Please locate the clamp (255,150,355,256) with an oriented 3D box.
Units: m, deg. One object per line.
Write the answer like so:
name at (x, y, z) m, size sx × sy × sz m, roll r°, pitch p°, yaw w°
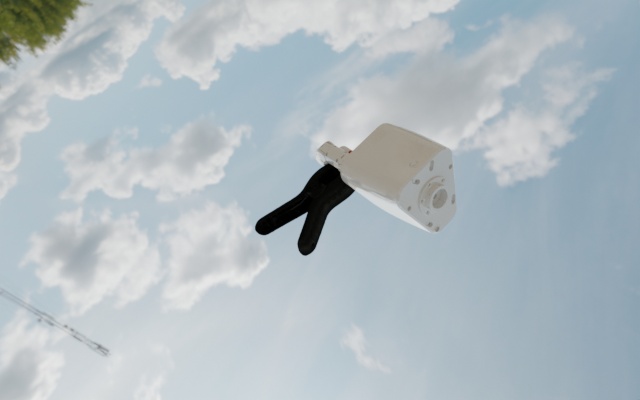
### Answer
clamp at (0.000, 0.002, 0.629) m, size 0.120 × 0.171 × 0.039 m, roll 33°, pitch -17°, yaw 50°
